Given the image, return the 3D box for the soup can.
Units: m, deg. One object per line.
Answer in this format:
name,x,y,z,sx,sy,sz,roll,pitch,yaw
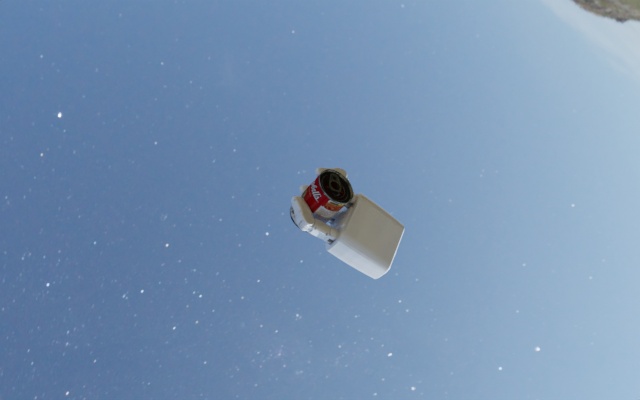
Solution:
soup can,0.000,0.003,0.820,0.068,0.068,0.102,0,-32,-39
